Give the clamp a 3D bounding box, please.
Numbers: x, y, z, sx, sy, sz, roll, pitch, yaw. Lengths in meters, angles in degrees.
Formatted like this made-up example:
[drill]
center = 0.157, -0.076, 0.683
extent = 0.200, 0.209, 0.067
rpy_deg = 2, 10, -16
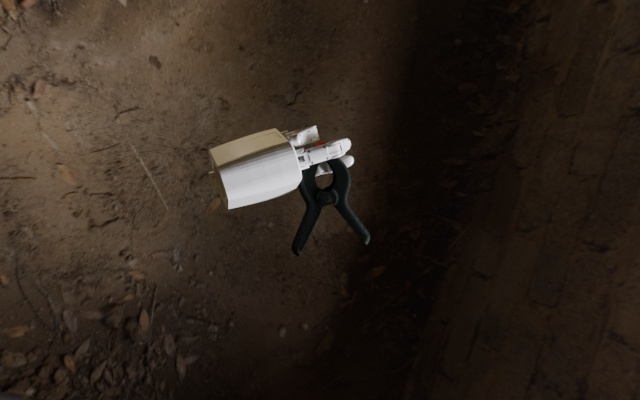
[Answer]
[clamp]
center = 0.000, 0.002, 0.708
extent = 0.120, 0.171, 0.039
rpy_deg = -18, 11, -13
